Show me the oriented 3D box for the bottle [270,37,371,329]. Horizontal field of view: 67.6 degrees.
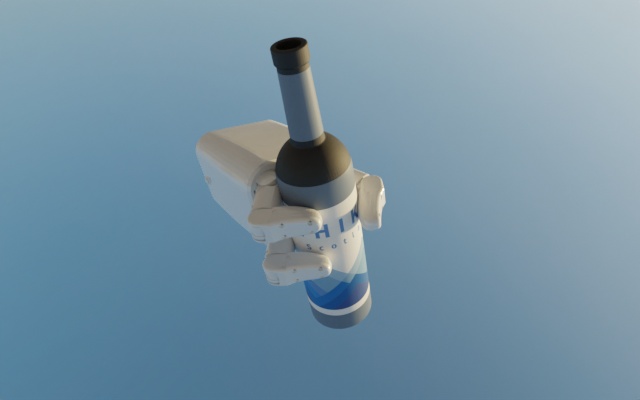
[{"bbox_3d":[0.000,0.002,0.431,0.069,0.296,0.069,-7,39,6],"label":"bottle"}]
